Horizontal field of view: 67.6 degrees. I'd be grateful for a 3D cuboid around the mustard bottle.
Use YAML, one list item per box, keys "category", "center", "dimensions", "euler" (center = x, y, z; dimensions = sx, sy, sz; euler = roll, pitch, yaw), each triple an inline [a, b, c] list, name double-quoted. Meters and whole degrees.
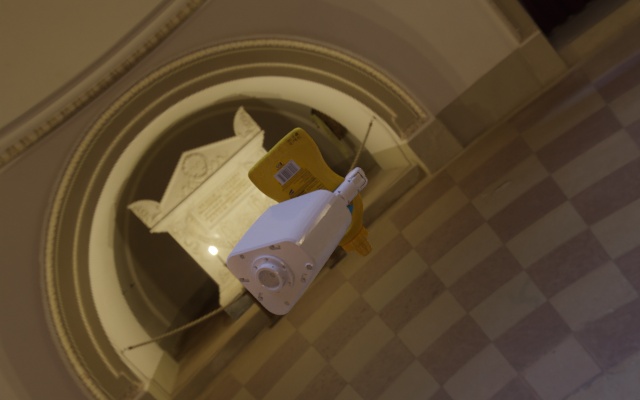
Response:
- category: "mustard bottle"
  center: [0.000, 0.002, 0.641]
  dimensions: [0.096, 0.191, 0.058]
  euler: [-41, 7, 12]
